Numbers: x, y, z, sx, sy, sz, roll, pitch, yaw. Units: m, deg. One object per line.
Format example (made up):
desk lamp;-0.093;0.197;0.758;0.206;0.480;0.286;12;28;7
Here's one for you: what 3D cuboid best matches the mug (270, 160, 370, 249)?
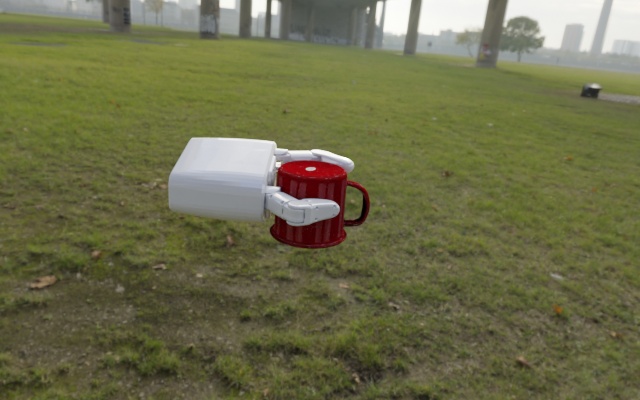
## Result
mug;0.002;0.002;0.562;0.117;0.081;0.093;4;19;0
